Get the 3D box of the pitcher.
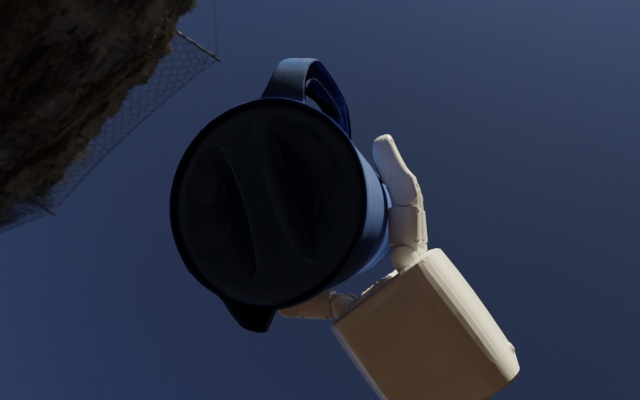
[{"bbox_3d":[0.000,0.002,0.403,0.149,0.145,0.243,-40,-15,10],"label":"pitcher"}]
